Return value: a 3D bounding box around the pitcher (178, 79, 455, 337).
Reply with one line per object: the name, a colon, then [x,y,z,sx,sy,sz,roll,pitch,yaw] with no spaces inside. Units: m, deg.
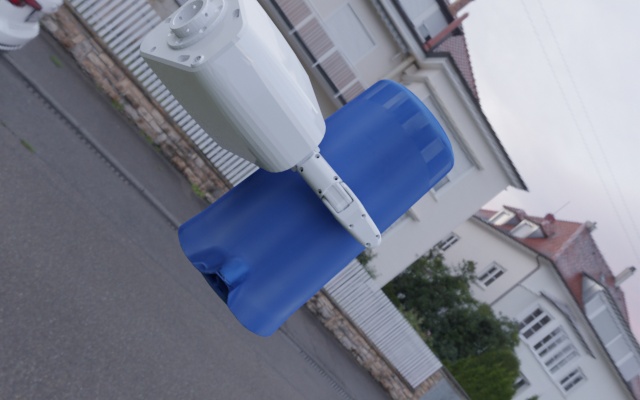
pitcher: [0.000,0.001,0.459,0.145,0.243,0.149,50,1,-43]
